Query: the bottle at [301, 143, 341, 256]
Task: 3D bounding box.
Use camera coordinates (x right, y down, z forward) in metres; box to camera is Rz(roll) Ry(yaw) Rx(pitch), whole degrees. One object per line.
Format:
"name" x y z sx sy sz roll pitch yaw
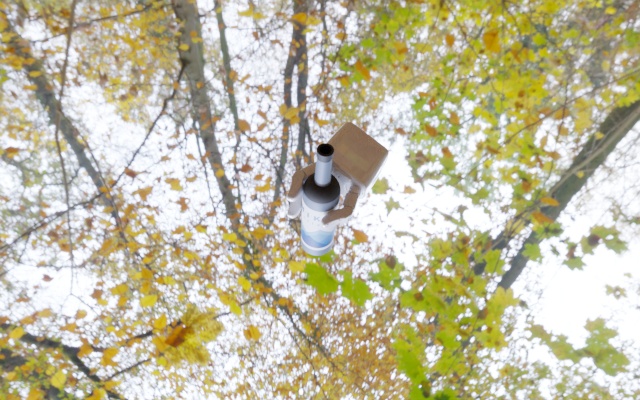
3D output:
"bottle" 0.000 0.003 0.862 0.069 0.069 0.296 0 -34 -4
